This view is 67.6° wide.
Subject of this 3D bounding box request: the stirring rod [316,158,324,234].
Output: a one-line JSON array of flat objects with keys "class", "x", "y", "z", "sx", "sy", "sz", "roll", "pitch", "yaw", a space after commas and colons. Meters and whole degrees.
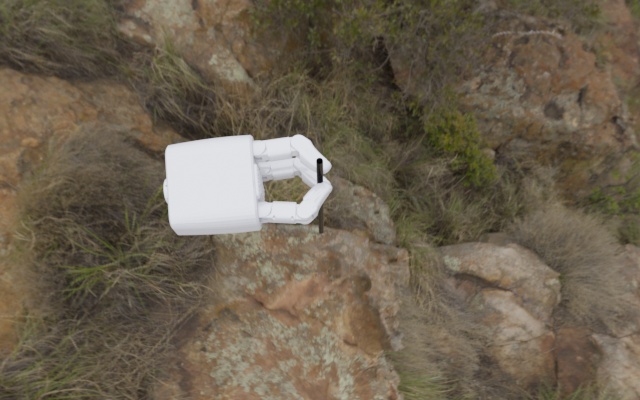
[{"class": "stirring rod", "x": 0.000, "y": 0.002, "z": 0.656, "sx": 0.011, "sy": 0.011, "sz": 0.240, "roll": 0, "pitch": -23, "yaw": 1}]
